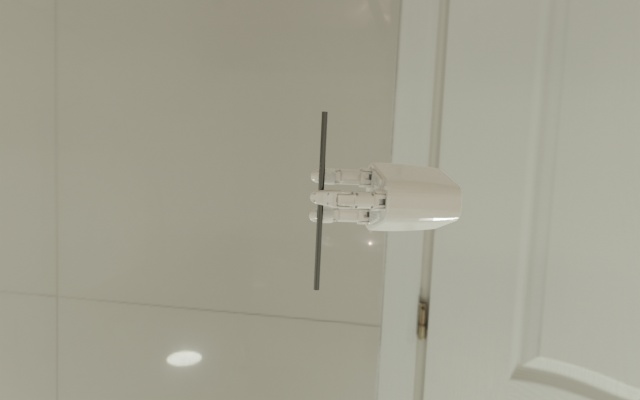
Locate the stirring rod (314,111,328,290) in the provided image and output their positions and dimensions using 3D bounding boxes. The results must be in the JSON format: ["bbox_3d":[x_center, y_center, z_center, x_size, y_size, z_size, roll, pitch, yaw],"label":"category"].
[{"bbox_3d":[0.000,0.002,0.643,0.011,0.239,0.011,3,5,0],"label":"stirring rod"}]
